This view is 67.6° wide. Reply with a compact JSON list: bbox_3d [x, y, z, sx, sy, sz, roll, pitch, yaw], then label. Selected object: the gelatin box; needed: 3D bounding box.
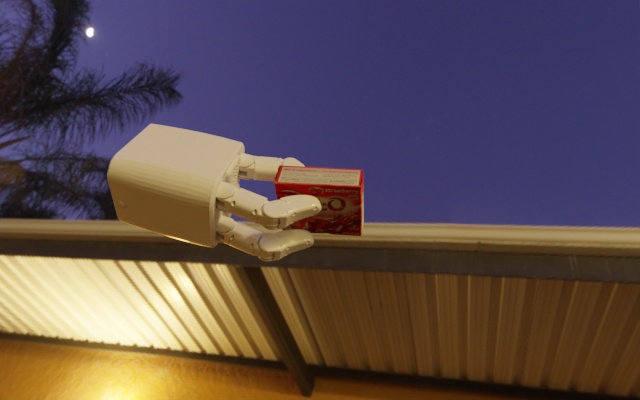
[{"bbox_3d":[0.000,0.001,0.497,0.089,0.073,0.030,3,45,8],"label":"gelatin box"}]
